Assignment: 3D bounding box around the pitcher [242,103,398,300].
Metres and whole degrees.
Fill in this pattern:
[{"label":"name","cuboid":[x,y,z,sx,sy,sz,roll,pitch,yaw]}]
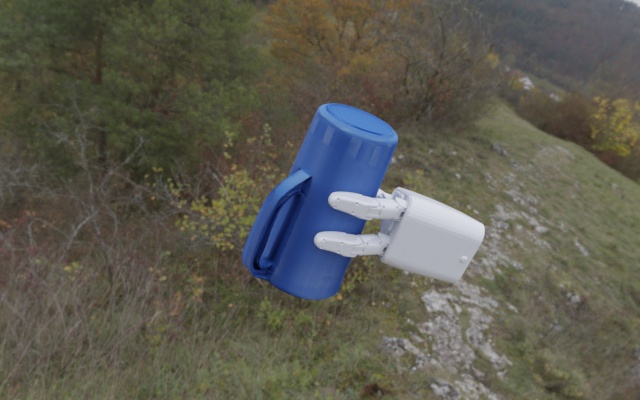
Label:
[{"label":"pitcher","cuboid":[0.000,0.002,0.629,0.145,0.243,0.149,20,24,-4]}]
